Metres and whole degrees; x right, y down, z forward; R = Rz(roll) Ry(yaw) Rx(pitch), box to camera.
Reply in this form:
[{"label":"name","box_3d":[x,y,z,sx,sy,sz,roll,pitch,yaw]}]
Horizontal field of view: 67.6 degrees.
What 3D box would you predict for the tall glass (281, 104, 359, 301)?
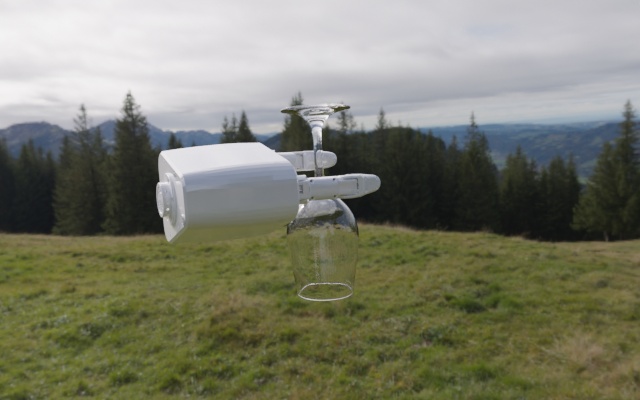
[{"label":"tall glass","box_3d":[0.000,0.001,0.513,0.079,0.201,0.079,-4,5,0]}]
